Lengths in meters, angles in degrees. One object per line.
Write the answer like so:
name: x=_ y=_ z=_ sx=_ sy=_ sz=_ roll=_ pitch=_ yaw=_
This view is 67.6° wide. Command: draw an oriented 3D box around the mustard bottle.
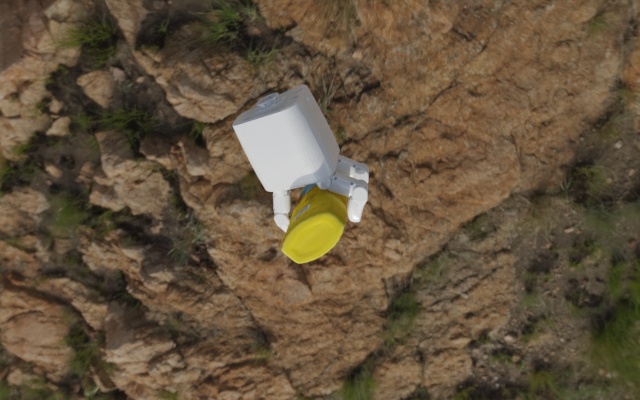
mustard bottle: x=0.000 y=0.003 z=0.688 sx=0.058 sy=0.096 sz=0.191 roll=39 pitch=28 yaw=-15
